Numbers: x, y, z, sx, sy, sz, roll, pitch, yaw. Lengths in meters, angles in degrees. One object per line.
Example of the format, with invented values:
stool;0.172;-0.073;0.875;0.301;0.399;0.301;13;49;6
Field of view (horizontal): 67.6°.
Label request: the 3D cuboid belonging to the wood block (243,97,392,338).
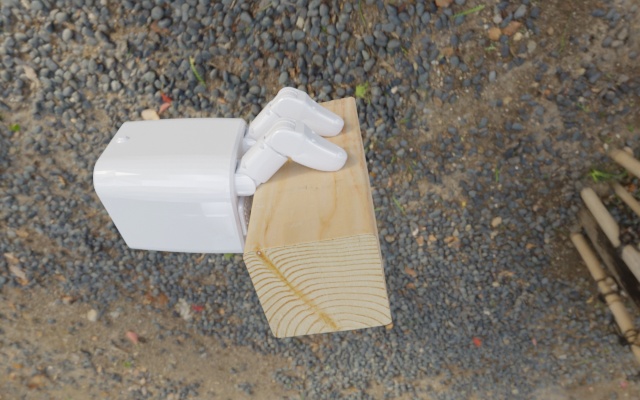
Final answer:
wood block;0.000;0.002;0.409;0.090;0.091;0.206;-9;36;6
